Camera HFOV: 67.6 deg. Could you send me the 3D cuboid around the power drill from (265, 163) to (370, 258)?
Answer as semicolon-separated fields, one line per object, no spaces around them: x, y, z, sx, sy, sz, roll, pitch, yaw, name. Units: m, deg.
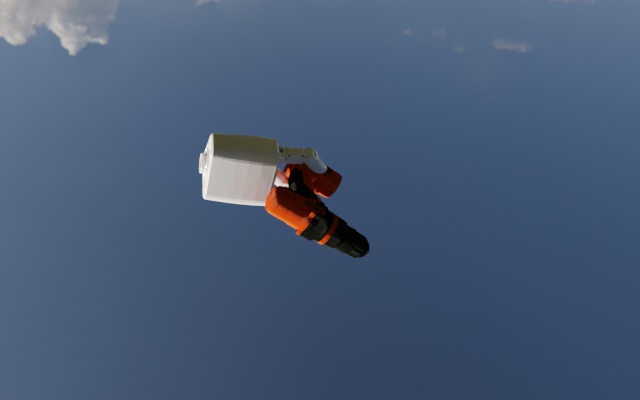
0.000;0.002;0.802;0.184;0.057;0.187;32;24;-17;power drill
